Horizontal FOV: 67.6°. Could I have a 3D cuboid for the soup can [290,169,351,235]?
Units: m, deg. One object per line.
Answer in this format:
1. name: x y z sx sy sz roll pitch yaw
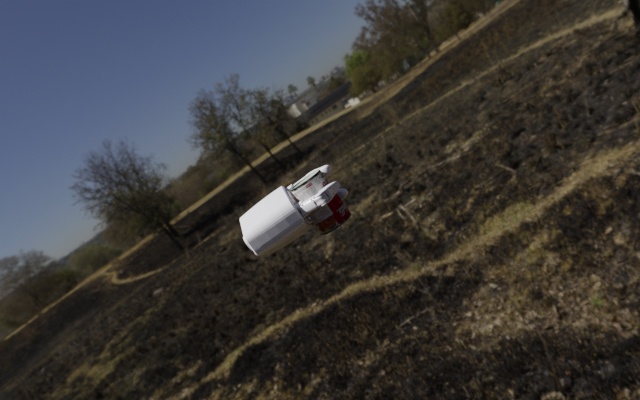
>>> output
1. soup can: 0.000 0.002 0.873 0.068 0.102 0.068 -34 9 6
